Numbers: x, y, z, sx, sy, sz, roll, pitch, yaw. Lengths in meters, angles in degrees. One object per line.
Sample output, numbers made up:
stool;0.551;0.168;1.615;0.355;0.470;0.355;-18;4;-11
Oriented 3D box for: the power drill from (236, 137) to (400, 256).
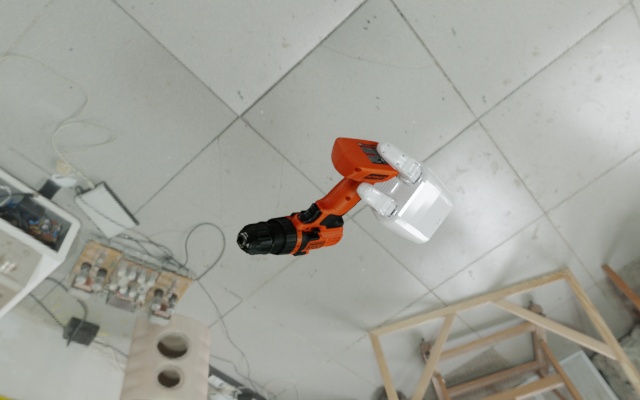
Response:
power drill;0.001;0.002;0.618;0.184;0.057;0.188;-4;-36;-50
